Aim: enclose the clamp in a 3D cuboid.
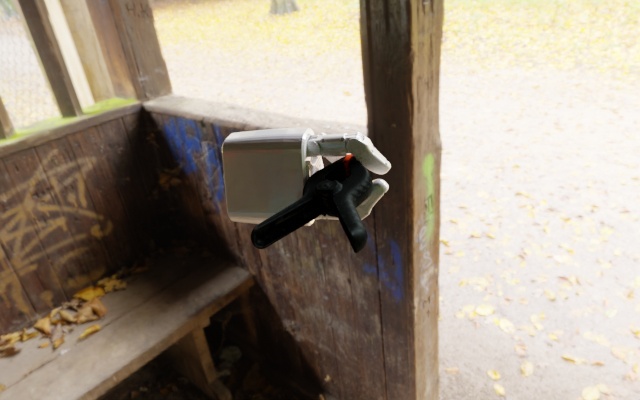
[{"bbox_3d":[0.000,0.001,0.514,0.120,0.039,0.171,0,29,14],"label":"clamp"}]
